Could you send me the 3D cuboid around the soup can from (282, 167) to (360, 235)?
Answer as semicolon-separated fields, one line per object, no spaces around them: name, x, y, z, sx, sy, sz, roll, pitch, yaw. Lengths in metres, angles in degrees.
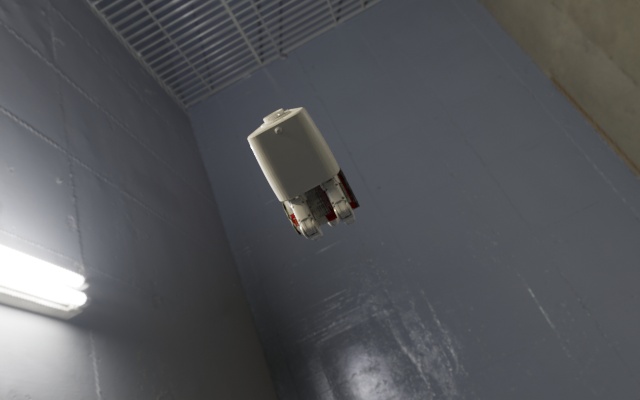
soup can;0.000;0.003;0.734;0.102;0.068;0.068;-27;-3;5
